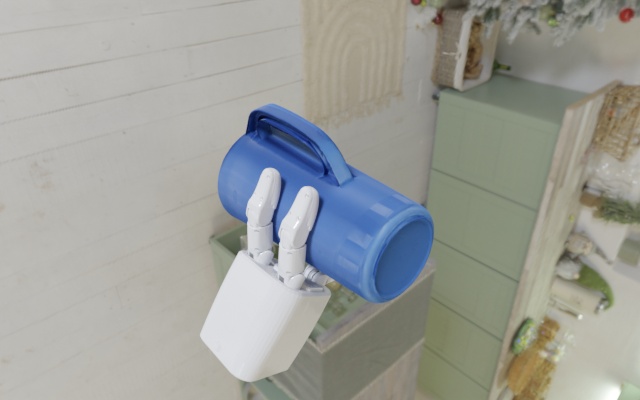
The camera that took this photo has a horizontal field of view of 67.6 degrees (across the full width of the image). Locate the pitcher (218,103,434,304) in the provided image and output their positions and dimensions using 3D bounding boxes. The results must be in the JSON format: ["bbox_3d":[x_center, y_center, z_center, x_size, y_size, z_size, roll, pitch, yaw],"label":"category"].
[{"bbox_3d":[0.000,0.002,0.533,0.242,0.145,0.149,30,3,40],"label":"pitcher"}]
